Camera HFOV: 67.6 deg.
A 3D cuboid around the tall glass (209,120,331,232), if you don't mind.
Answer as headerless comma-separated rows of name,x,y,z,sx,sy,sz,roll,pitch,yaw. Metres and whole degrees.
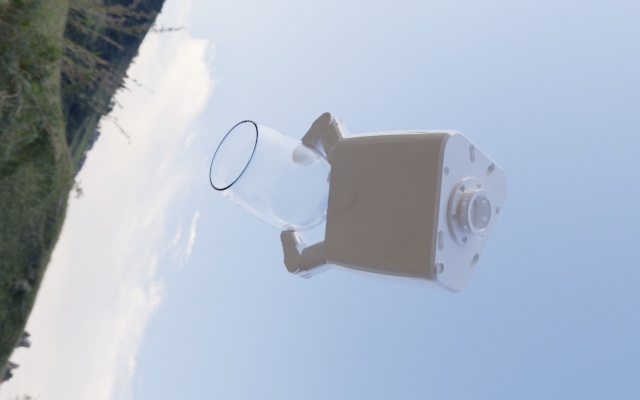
tall glass,0.000,0.002,0.435,0.201,0.079,0.079,28,-18,-37
